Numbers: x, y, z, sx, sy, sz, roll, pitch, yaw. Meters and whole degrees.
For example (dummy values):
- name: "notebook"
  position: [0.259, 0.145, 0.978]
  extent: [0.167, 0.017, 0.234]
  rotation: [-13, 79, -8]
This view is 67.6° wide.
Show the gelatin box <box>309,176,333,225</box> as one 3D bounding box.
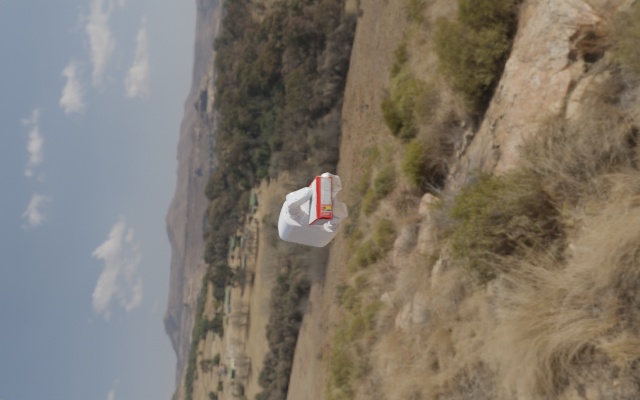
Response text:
- name: "gelatin box"
  position: [0.000, 0.003, 0.834]
  extent: [0.030, 0.073, 0.089]
  rotation: [2, -11, -10]
